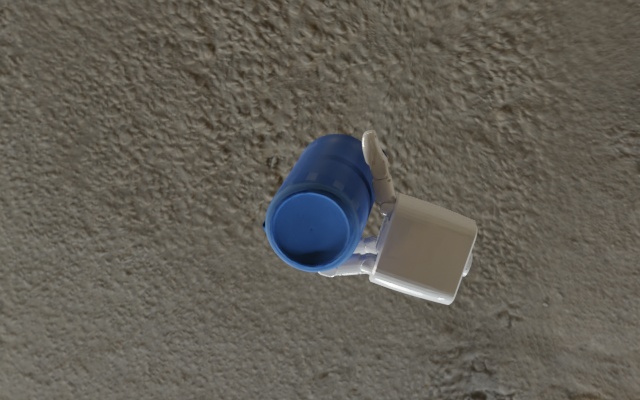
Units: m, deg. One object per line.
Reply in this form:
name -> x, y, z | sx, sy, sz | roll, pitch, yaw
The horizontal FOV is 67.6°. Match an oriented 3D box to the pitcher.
pitcher -> 0.000, 0.002, 0.633 | 0.145, 0.149, 0.242 | 18, 19, 4
